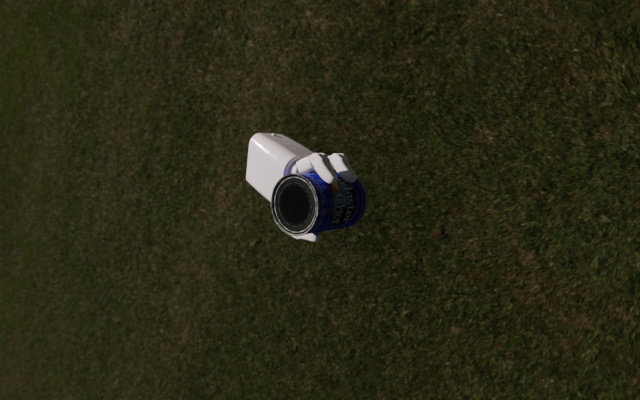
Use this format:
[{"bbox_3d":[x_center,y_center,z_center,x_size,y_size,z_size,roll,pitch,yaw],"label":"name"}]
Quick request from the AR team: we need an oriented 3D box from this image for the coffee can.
[{"bbox_3d":[0.000,0.003,0.819,0.103,0.103,0.140,0,4,39],"label":"coffee can"}]
